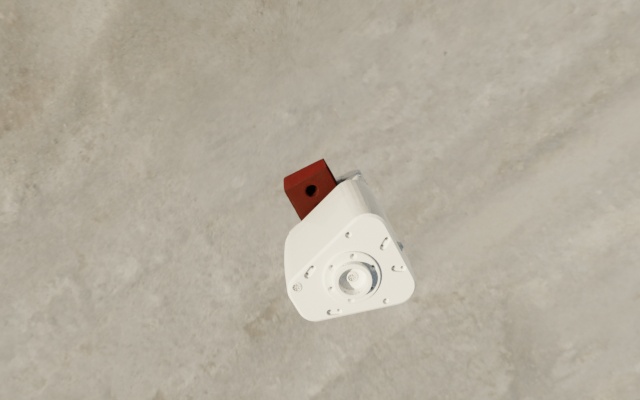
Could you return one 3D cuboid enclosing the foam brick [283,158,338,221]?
[{"bbox_3d":[0.000,0.002,0.526,0.053,0.078,0.051,-28,16,5],"label":"foam brick"}]
